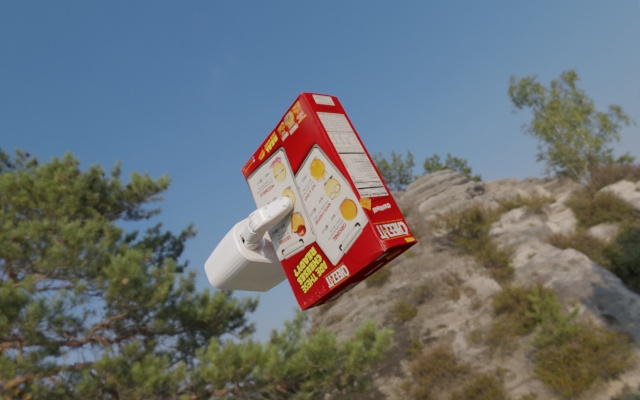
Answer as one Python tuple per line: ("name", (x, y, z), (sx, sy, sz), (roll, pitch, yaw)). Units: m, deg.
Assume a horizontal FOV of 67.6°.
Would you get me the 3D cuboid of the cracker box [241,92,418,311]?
("cracker box", (0.000, 0.002, 0.593), (0.072, 0.213, 0.164), (-7, -27, -44))
